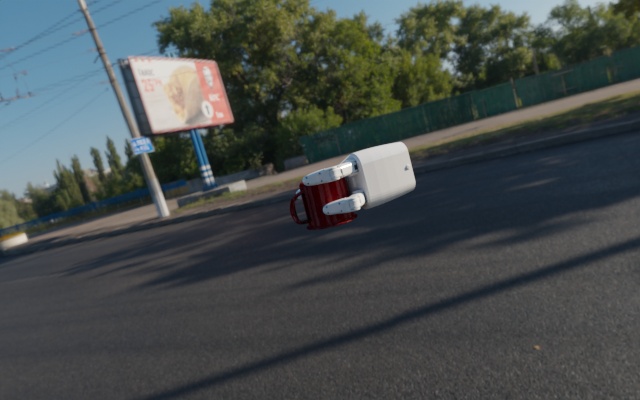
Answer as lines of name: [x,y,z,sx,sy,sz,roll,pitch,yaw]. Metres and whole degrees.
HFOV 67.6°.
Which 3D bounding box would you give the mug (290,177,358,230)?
mug: [-0.001,0.003,0.827,0.117,0.081,0.093,-17,7,-23]
